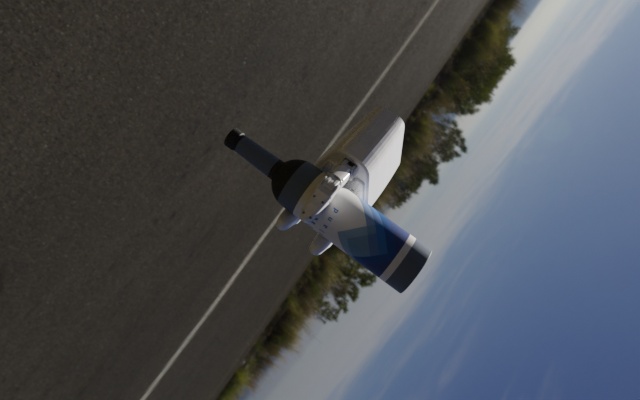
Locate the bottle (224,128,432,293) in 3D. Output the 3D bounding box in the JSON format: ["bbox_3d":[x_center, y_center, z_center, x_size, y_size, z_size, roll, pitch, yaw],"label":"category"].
[{"bbox_3d":[0.000,0.002,0.607,0.295,0.069,0.069,36,5,7],"label":"bottle"}]
